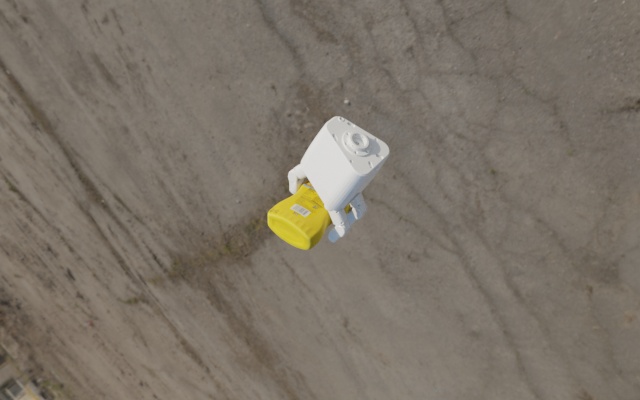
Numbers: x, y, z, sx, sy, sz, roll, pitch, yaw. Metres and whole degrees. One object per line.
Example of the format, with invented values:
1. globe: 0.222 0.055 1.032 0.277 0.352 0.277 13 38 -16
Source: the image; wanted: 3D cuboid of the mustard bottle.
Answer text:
1. mustard bottle: 0.000 0.003 0.854 0.096 0.058 0.191 28 48 24
